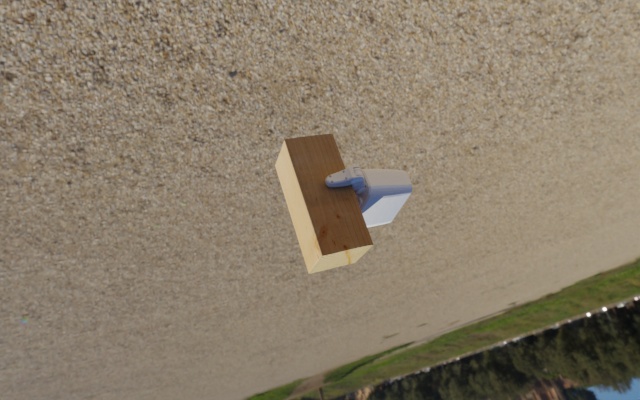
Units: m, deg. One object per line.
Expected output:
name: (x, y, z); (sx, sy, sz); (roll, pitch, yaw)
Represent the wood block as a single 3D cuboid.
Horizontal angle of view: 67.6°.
wood block: (0.001, 0.003, 0.793); (0.090, 0.206, 0.091); (-10, -22, -22)
